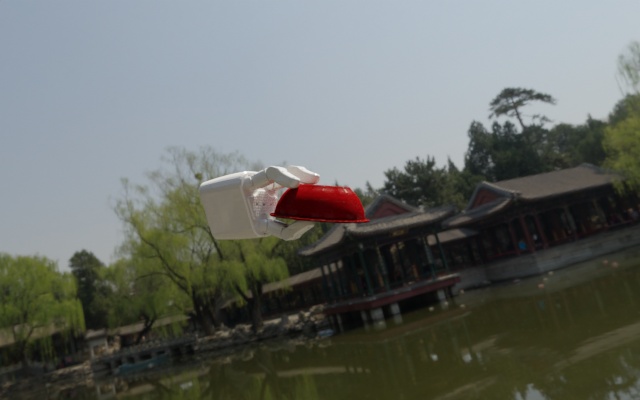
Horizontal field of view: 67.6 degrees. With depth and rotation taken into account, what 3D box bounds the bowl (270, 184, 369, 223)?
[{"bbox_3d":[0.001,0.002,0.770,0.162,0.055,0.162,4,2,0],"label":"bowl"}]
